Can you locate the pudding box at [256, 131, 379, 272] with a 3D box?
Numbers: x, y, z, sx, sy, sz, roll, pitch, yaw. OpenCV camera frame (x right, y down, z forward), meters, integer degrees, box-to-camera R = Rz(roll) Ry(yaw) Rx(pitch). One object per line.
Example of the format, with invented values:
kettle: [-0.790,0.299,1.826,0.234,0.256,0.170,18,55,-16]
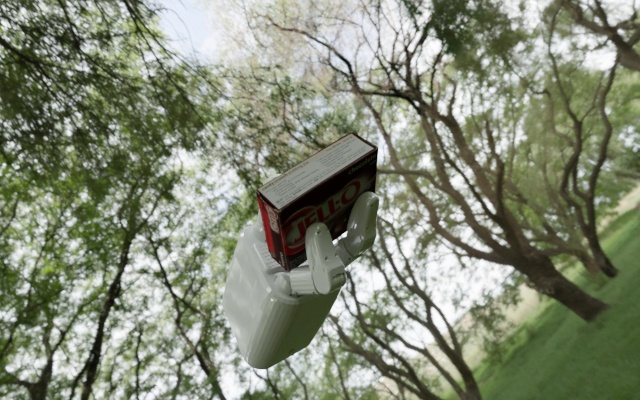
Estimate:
pudding box: [0.000,0.001,0.435,0.113,0.090,0.039,-36,58,-24]
